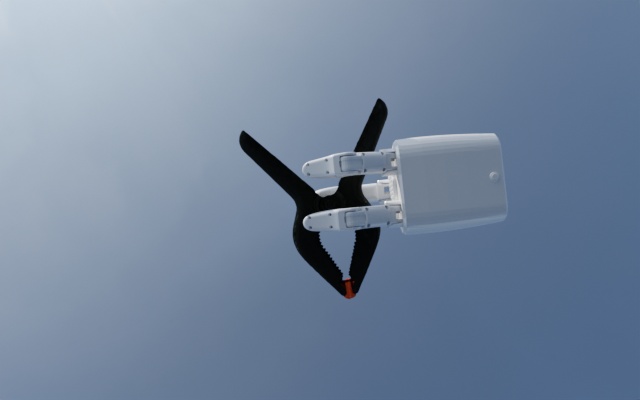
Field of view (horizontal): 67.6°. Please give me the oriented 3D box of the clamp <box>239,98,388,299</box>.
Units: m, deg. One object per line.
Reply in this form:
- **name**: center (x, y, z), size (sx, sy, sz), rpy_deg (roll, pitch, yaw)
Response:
- **clamp**: center (0.000, 0.002, 0.519), size (0.164, 0.210, 0.036), rpy_deg (-6, -2, 5)
